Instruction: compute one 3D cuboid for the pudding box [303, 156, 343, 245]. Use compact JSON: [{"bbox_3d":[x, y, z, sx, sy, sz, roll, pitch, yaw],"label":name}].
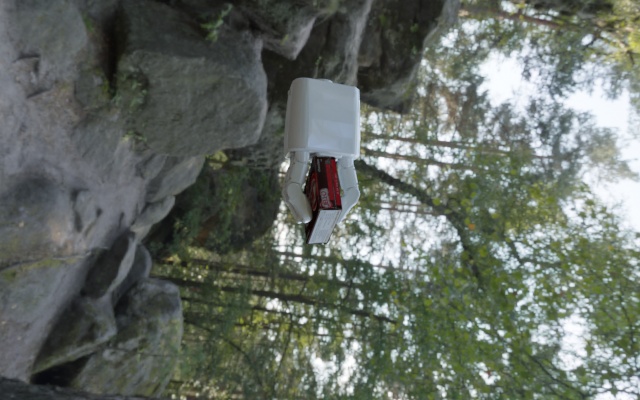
[{"bbox_3d":[0.000,0.002,0.708,0.039,0.090,0.114,0,-31,-9],"label":"pudding box"}]
